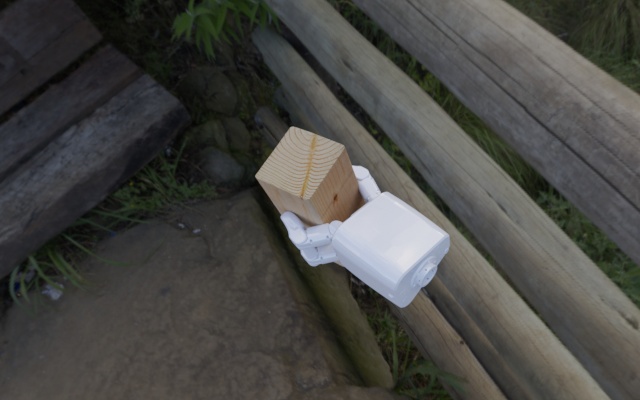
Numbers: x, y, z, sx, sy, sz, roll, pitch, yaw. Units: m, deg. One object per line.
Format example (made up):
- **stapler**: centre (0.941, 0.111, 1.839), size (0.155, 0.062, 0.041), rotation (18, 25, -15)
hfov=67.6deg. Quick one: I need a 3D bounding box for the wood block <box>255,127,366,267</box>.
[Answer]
- **wood block**: centre (0.001, 0.002, 0.686), size (0.090, 0.090, 0.206), rotation (24, -21, 28)
